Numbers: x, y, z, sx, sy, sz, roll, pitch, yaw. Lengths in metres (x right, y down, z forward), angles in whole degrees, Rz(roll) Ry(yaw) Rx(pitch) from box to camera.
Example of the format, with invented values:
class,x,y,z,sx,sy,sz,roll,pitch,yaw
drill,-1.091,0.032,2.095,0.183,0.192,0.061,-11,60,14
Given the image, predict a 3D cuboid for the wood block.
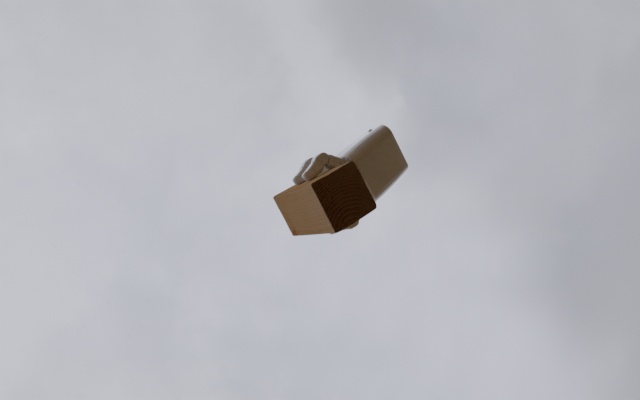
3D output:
class,x,y,z,sx,sy,sz,roll,pitch,yaw
wood block,0.001,0.003,0.858,0.090,0.091,0.206,-31,6,-22
